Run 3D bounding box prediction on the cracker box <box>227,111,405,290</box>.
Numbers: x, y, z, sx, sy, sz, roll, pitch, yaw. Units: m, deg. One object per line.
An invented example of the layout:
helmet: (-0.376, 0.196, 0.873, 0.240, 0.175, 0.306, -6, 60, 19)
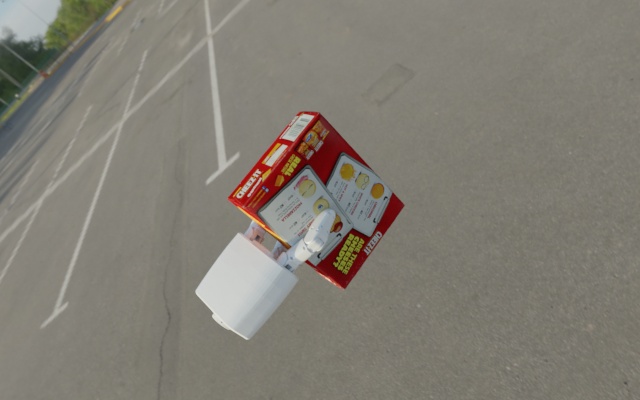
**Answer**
cracker box: (0.000, 0.002, 0.692, 0.214, 0.164, 0.072, 43, -11, -31)
